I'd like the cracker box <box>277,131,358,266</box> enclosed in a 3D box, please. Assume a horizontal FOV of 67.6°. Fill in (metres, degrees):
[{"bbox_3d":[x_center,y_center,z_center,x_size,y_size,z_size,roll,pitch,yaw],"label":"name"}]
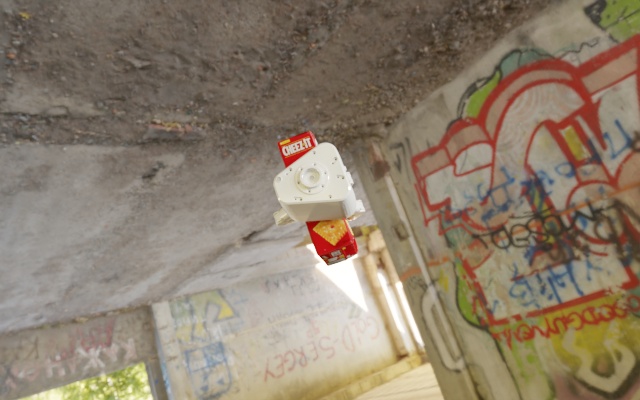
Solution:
[{"bbox_3d":[0.000,0.003,0.873,0.072,0.213,0.164,-20,-16,2],"label":"cracker box"}]
